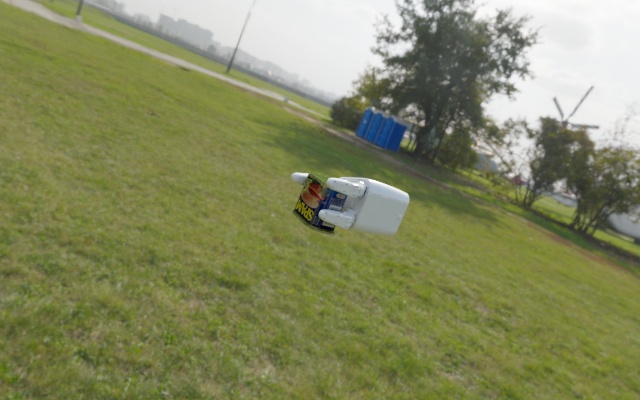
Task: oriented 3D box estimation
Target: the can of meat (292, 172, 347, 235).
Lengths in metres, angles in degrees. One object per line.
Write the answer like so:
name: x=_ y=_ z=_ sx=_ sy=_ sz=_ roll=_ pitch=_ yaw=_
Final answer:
can of meat: x=0.000 y=0.002 z=0.861 sx=0.057 sy=0.084 sz=0.102 roll=16 pitch=12 yaw=-30
